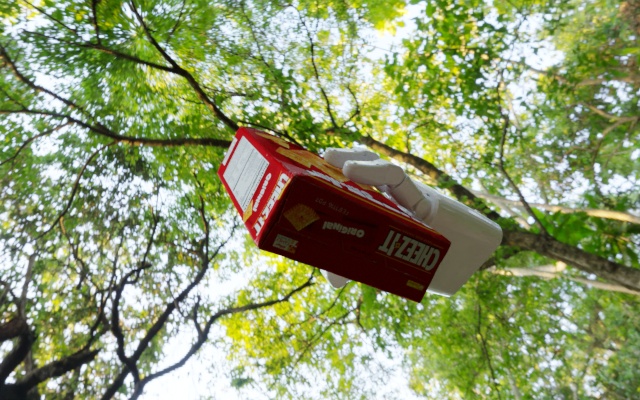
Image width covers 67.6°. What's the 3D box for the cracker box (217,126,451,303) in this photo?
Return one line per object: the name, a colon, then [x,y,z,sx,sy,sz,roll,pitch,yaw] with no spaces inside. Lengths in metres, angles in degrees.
cracker box: [0.000,0.002,0.473,0.164,0.072,0.213,22,9,-26]
